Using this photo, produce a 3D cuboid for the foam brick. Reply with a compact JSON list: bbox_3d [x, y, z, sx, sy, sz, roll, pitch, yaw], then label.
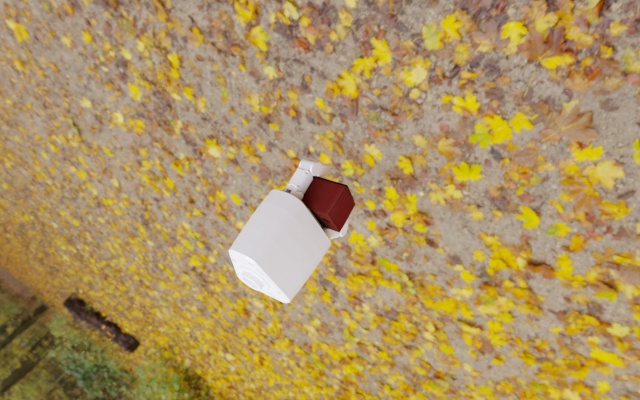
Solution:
[{"bbox_3d":[0.000,0.002,0.668,0.078,0.051,0.053,18,-24,30],"label":"foam brick"}]
